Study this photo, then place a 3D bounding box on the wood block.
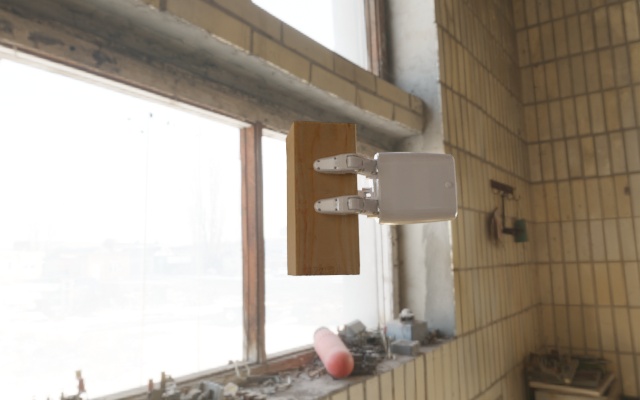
[{"bbox_3d":[0.000,0.002,0.675,0.090,0.206,0.091,1,-8,-11],"label":"wood block"}]
